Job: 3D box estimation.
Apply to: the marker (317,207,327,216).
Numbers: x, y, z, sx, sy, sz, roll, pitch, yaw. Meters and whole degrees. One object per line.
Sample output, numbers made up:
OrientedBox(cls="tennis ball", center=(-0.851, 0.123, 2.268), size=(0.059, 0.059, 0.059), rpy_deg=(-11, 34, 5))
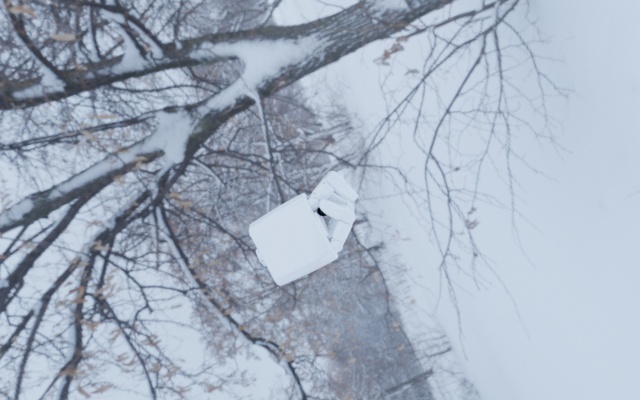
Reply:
OrientedBox(cls="marker", center=(0.000, 0.003, 0.806), size=(0.020, 0.020, 0.121), rpy_deg=(0, 15, -4))
